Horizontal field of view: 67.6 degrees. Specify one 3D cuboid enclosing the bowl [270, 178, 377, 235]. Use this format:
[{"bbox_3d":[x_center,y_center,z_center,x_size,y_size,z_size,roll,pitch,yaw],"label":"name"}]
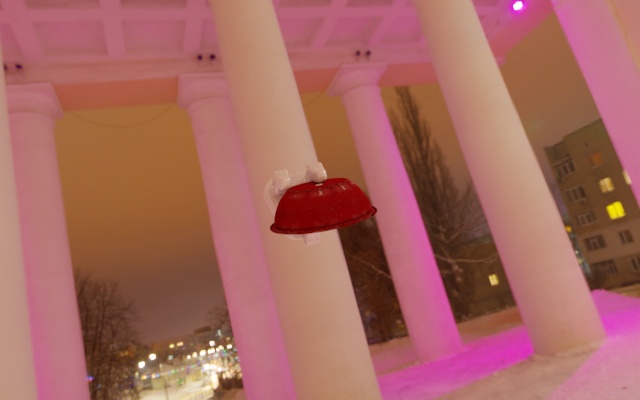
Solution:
[{"bbox_3d":[0.001,0.002,0.704,0.162,0.055,0.162,-10,10,2],"label":"bowl"}]
